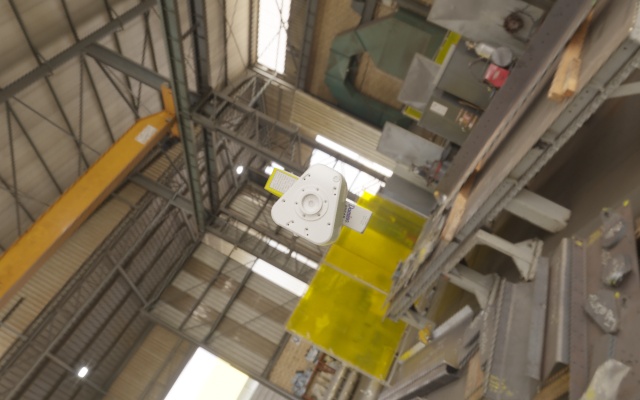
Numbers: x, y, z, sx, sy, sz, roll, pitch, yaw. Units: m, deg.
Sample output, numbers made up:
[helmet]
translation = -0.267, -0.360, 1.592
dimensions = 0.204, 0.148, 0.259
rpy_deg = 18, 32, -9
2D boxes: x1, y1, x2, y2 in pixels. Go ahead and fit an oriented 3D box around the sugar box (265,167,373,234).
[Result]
[sugar box]
translation = 0.000, 0.003, 0.805
dimensions = 0.176, 0.048, 0.093
rpy_deg = 27, 0, 7
